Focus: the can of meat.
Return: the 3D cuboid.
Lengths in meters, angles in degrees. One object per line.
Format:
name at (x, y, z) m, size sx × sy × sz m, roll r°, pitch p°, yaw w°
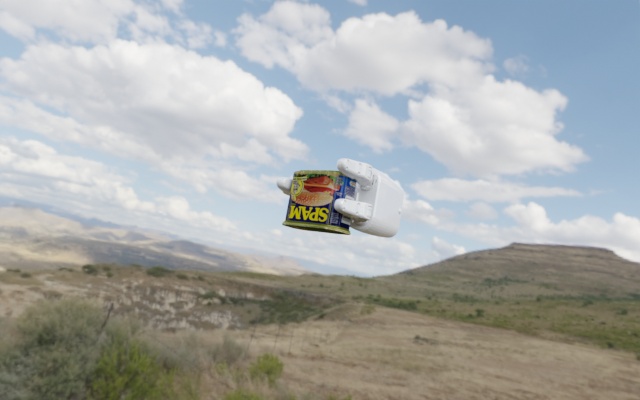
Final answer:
can of meat at (0.000, 0.002, 0.697) m, size 0.102 × 0.084 × 0.057 m, roll 4°, pitch -10°, yaw 36°
